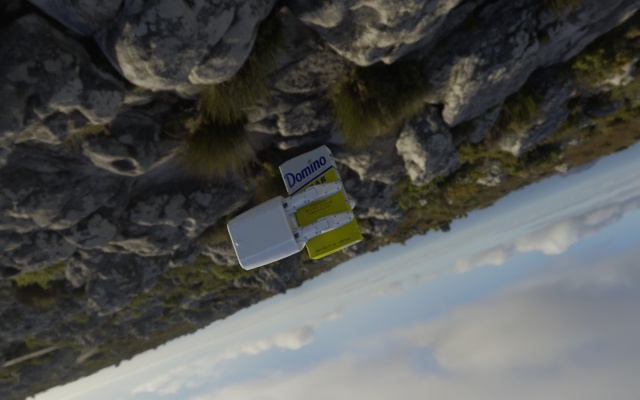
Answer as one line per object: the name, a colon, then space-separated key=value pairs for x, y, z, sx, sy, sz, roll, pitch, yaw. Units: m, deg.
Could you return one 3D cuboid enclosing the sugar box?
sugar box: x=0.000 y=0.003 z=0.825 sx=0.093 sy=0.176 sz=0.048 roll=-23 pitch=-11 yaw=12
